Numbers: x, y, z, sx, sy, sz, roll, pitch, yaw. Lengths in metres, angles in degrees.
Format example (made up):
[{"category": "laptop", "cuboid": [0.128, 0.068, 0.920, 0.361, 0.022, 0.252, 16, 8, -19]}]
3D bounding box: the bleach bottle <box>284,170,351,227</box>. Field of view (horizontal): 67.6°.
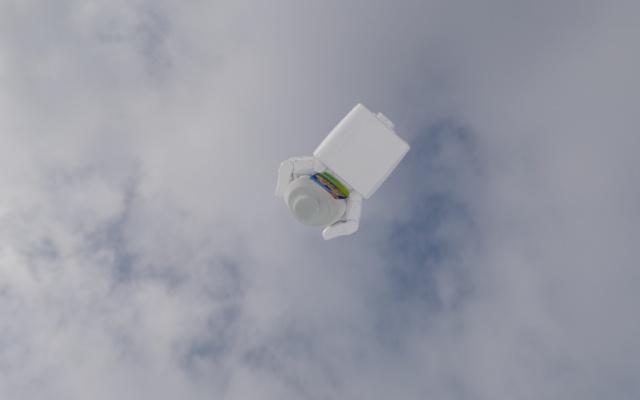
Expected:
[{"category": "bleach bottle", "cuboid": [0.000, 0.002, 0.745, 0.102, 0.068, 0.251, 41, 9, 0]}]
